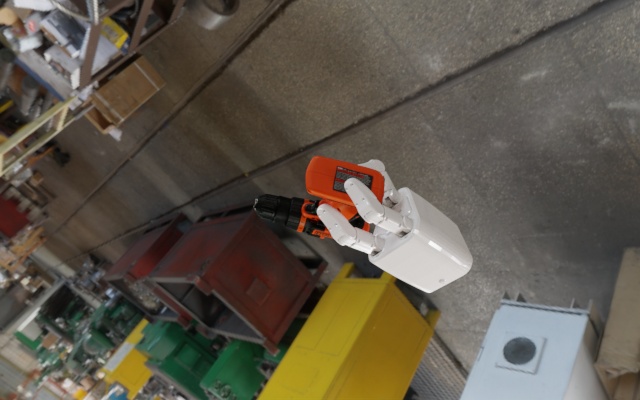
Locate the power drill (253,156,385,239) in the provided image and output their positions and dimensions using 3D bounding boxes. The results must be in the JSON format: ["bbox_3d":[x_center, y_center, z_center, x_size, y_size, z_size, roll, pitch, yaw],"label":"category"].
[{"bbox_3d":[0.000,0.002,0.687,0.184,0.057,0.188,12,-21,-8],"label":"power drill"}]
